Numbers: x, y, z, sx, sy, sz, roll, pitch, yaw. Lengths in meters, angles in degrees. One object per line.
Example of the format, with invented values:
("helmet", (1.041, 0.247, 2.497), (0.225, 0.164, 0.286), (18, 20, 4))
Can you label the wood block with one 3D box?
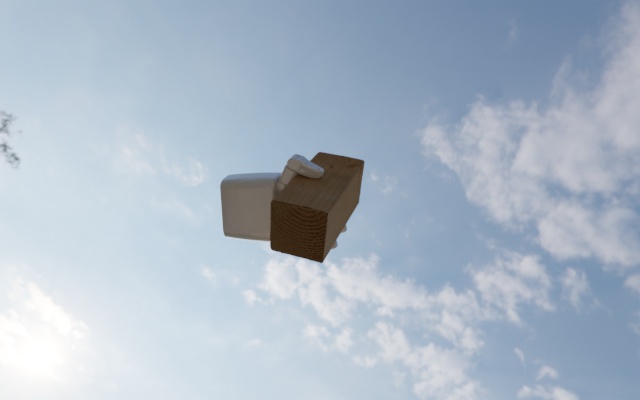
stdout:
("wood block", (0.000, 0.002, 0.787), (0.090, 0.091, 0.206), (13, 30, 15))
